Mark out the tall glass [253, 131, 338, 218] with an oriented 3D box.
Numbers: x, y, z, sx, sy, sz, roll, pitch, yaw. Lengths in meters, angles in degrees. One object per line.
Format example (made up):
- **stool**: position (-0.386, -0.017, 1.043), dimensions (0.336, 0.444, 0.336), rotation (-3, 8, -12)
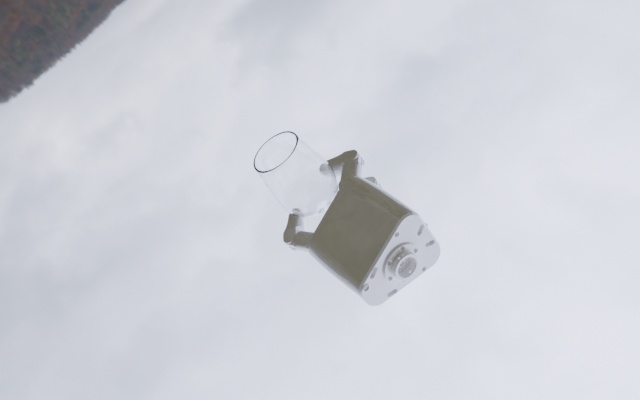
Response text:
- **tall glass**: position (0.000, 0.002, 0.605), dimensions (0.079, 0.079, 0.201), rotation (0, -36, 40)
